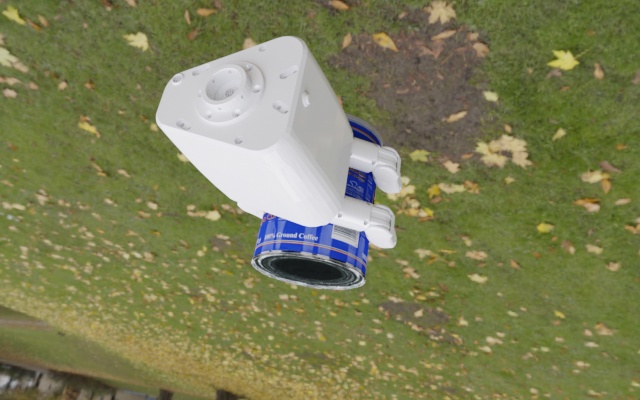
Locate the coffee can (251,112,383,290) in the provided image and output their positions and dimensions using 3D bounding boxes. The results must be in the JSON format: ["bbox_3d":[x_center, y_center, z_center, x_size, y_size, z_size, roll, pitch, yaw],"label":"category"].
[{"bbox_3d":[0.000,0.001,0.449,0.103,0.140,0.103,8,-23,4],"label":"coffee can"}]
